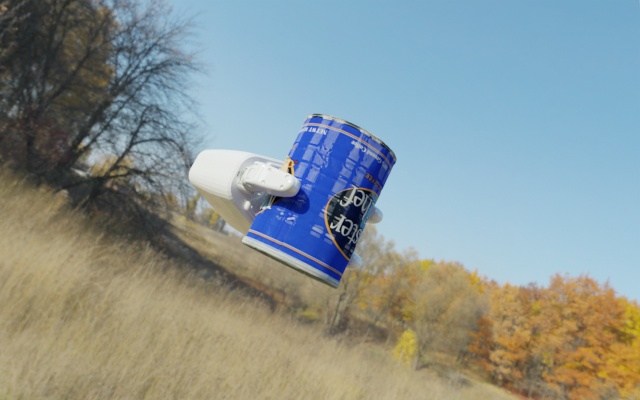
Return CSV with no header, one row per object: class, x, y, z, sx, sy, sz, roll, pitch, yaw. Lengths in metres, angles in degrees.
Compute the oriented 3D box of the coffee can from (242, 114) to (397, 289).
coffee can,0.000,0.002,0.472,0.103,0.140,0.103,25,-10,5
